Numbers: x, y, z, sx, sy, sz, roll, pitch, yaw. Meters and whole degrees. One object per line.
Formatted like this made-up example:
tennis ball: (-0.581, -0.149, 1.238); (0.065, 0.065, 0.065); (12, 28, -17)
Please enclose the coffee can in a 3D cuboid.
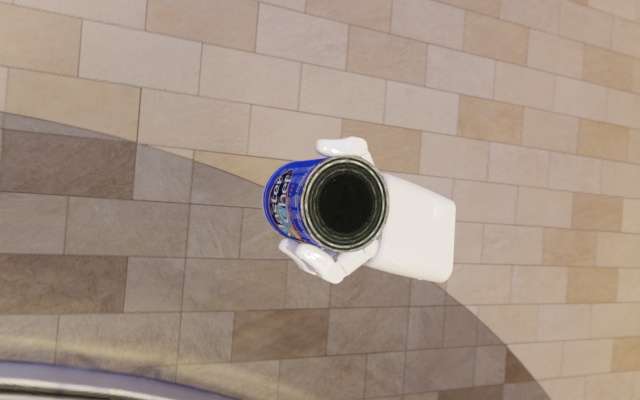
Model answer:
coffee can: (0.000, 0.002, 0.553); (0.103, 0.103, 0.140); (0, 2, -23)
